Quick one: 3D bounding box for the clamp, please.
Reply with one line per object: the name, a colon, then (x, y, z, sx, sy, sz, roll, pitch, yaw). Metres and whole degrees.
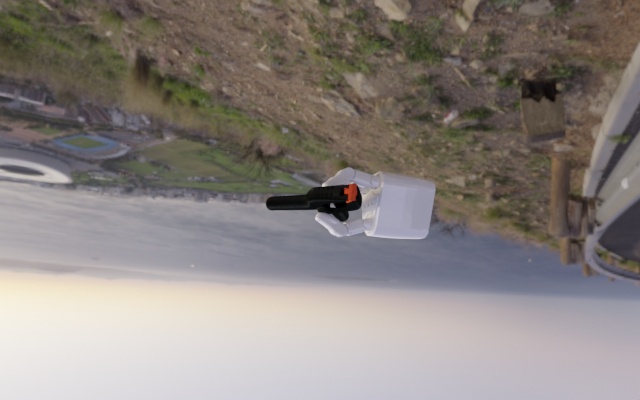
clamp: (0.000, 0.003, 0.817, 0.164, 0.036, 0.210, 7, -12, -15)
